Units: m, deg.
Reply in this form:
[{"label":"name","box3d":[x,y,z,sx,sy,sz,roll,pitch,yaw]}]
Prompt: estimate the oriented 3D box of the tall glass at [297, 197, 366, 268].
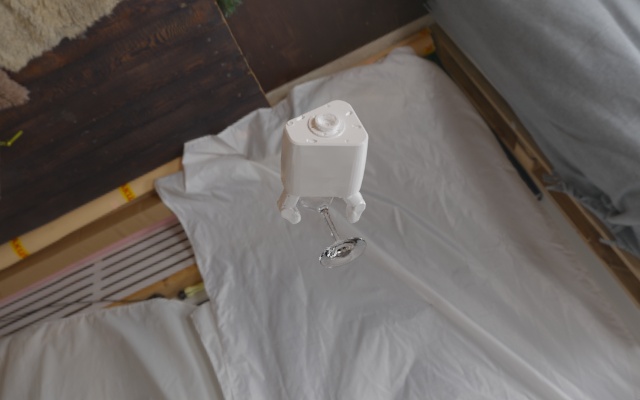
[{"label":"tall glass","box3d":[0.000,0.003,0.760,0.079,0.201,0.079,-16,-35,-12]}]
